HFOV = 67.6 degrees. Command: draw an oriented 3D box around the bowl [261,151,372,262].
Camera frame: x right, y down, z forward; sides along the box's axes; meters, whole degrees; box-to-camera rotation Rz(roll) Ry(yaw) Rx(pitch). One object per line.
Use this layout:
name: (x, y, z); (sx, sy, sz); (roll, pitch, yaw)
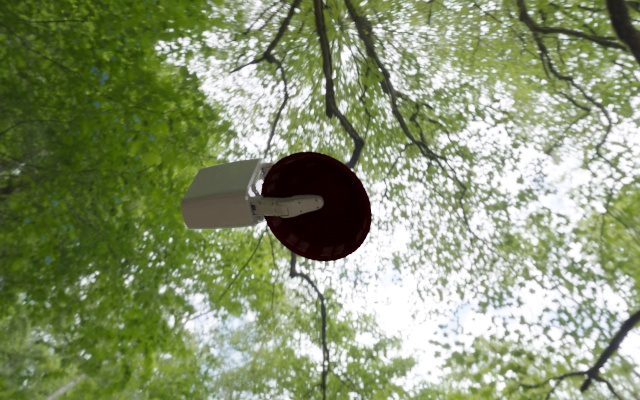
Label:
bowl: (0.002, 0.002, 0.667); (0.162, 0.162, 0.055); (0, 22, 22)
